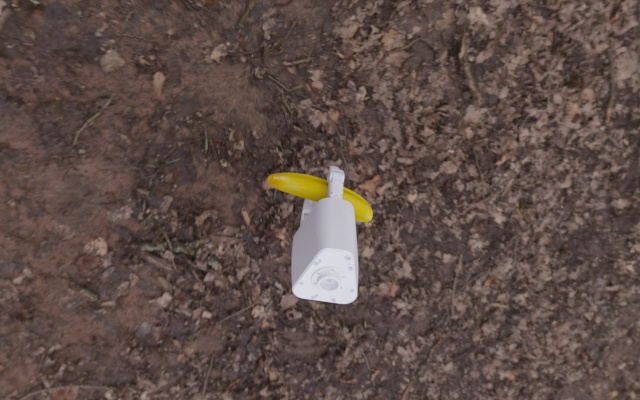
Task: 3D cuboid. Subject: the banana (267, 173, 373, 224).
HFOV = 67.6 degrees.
[{"bbox_3d":[0.013,-0.003,0.760,0.198,0.037,0.070,25,-33,-24],"label":"banana"}]
